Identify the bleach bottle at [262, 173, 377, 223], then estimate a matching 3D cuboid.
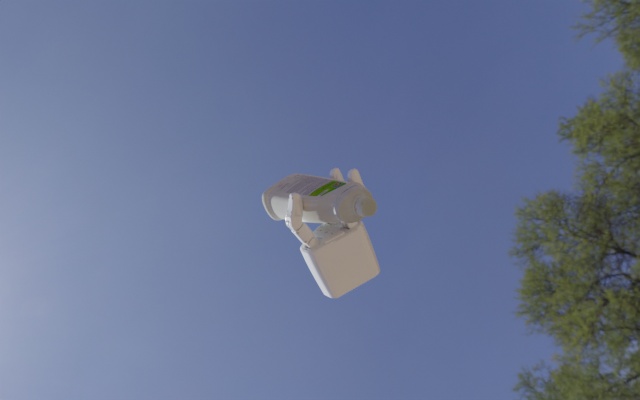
[{"bbox_3d":[0.000,0.003,0.821,0.102,0.068,0.251,-36,24,-25],"label":"bleach bottle"}]
